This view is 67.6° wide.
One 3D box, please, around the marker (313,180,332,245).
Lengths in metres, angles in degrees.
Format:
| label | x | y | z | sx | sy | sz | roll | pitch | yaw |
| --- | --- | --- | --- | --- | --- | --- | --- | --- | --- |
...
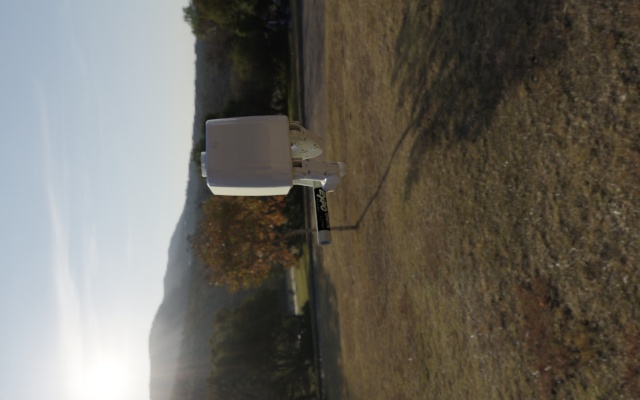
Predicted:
| label | x | y | z | sx | sy | sz | roll | pitch | yaw |
| --- | --- | --- | --- | --- | --- | --- | --- | --- | --- |
| marker | 0.000 | 0.002 | 0.659 | 0.020 | 0.121 | 0.020 | -5 | -24 | -2 |
